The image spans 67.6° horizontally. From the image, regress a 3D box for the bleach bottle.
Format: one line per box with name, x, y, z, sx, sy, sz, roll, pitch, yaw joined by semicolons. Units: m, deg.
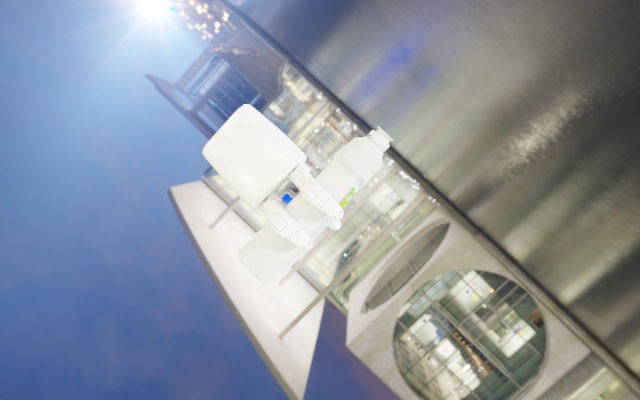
bleach bottle;0.000;0.002;0.647;0.068;0.251;0.102;45;8;6
